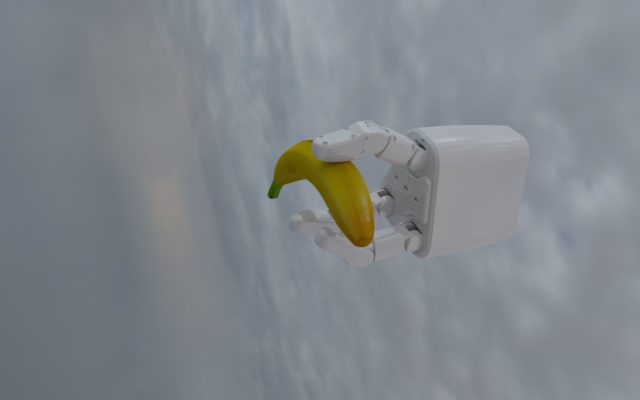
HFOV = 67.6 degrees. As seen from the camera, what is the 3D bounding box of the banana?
[{"bbox_3d":[0.000,-0.018,0.424,0.037,0.069,0.197,-2,12,-24],"label":"banana"}]
